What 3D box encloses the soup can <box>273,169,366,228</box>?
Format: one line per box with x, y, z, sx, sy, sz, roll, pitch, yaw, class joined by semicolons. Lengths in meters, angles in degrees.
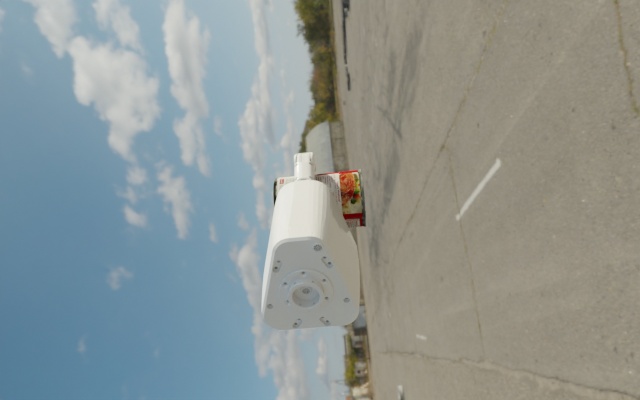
0.000;0.002;0.563;0.102;0.068;0.068;-5;0;3;soup can
